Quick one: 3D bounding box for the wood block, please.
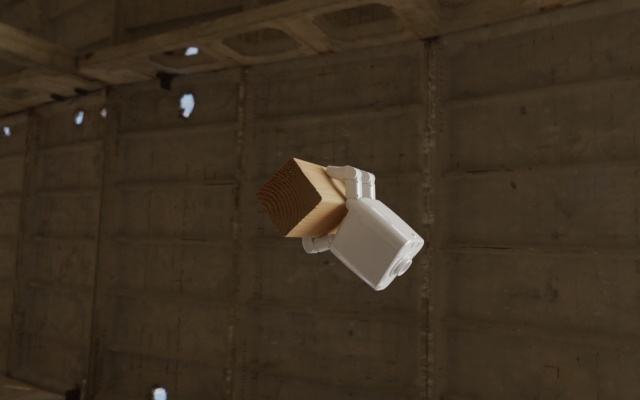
[{"bbox_3d":[0.000,0.003,0.808,0.091,0.090,0.206,-44,-23,18],"label":"wood block"}]
